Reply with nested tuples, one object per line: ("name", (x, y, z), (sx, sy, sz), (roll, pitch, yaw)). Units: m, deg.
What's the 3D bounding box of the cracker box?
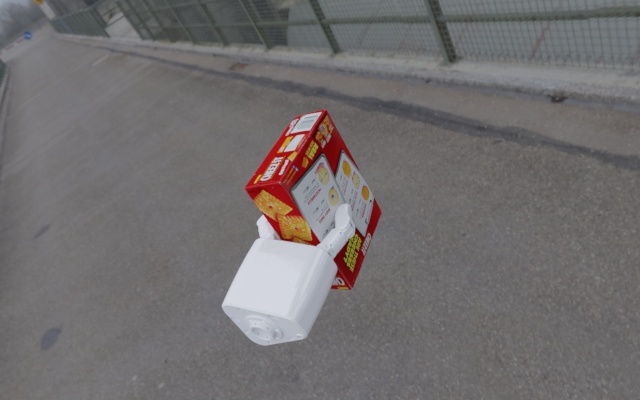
("cracker box", (0.000, 0.002, 0.704), (0.072, 0.214, 0.164), (-6, 40, 34))
